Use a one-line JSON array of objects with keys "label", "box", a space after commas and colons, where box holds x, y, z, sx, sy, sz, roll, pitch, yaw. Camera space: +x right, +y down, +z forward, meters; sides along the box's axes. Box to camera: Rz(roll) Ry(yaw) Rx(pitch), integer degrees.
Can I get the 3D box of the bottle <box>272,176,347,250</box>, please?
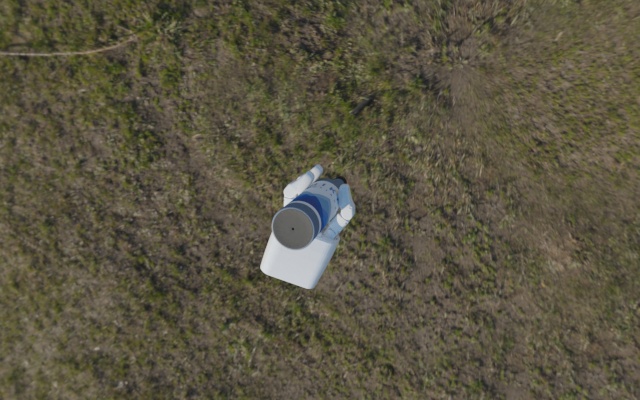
[{"label": "bottle", "box": [0.000, 0.003, 0.824, 0.069, 0.069, 0.295, 0, 15, 16]}]
